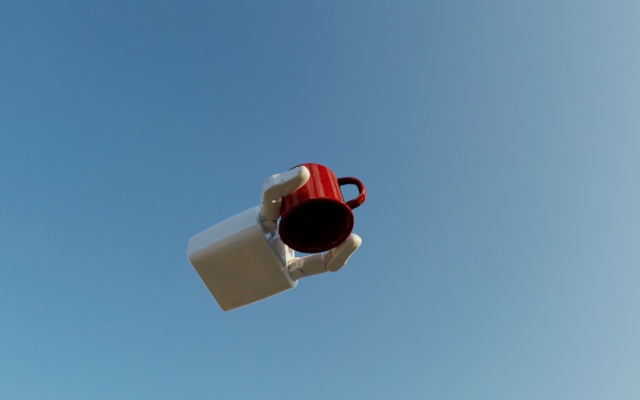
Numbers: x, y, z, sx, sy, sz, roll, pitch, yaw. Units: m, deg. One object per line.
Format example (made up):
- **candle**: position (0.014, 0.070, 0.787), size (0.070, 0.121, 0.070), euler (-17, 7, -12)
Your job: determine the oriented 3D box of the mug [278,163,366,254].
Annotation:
- **mug**: position (0.001, 0.001, 0.604), size (0.117, 0.093, 0.081), euler (-22, 41, 7)
